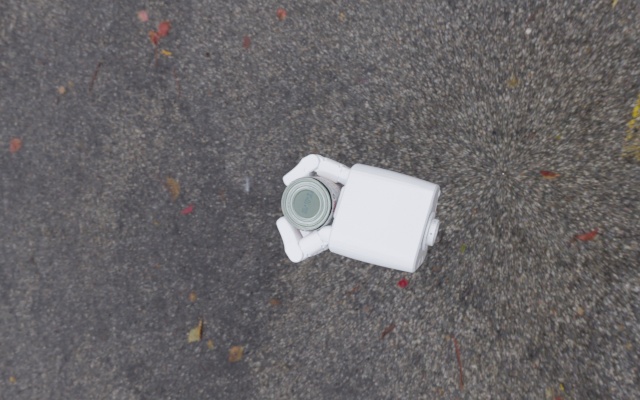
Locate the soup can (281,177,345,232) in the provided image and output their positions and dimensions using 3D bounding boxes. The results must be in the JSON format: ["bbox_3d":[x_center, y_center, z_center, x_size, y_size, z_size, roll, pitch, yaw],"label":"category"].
[{"bbox_3d":[0.000,0.002,0.620,0.068,0.068,0.102,0,3,21],"label":"soup can"}]
